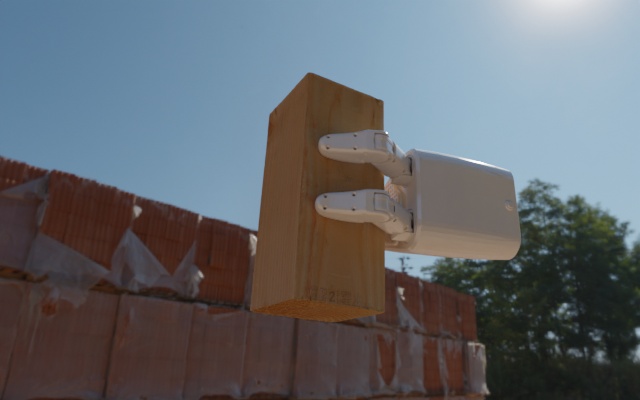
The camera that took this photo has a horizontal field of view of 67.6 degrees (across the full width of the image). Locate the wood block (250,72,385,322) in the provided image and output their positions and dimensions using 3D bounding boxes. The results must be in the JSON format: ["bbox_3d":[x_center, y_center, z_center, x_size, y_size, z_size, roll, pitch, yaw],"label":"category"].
[{"bbox_3d":[0.000,0.002,0.450,0.090,0.206,0.091,14,-25,-26],"label":"wood block"}]
